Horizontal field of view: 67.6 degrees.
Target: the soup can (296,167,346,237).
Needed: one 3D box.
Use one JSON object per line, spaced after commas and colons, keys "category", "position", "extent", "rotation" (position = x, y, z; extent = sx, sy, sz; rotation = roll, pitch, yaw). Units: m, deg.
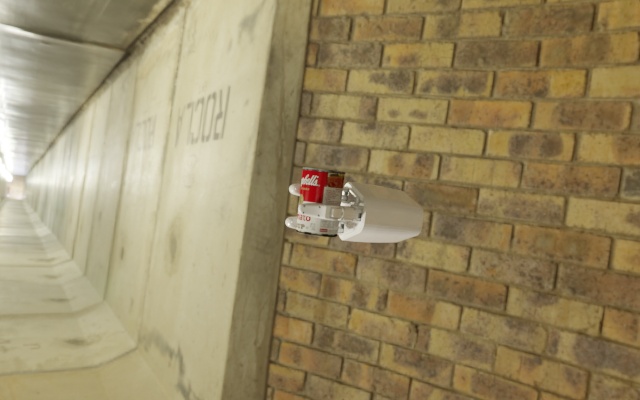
{"category": "soup can", "position": [0.000, 0.003, 0.750], "extent": [0.068, 0.102, 0.068], "rotation": [7, 2, 0]}
